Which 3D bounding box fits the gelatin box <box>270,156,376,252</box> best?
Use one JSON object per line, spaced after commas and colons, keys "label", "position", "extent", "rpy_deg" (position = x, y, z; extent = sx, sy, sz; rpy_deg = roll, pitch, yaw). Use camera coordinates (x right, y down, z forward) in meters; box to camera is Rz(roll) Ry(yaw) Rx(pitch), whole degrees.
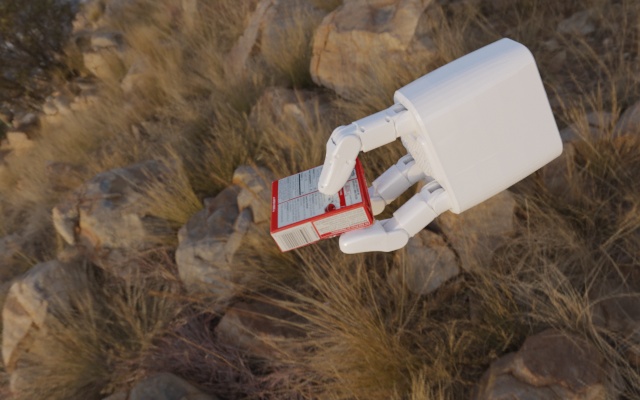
{"label": "gelatin box", "position": [0.000, 0.001, 0.434], "extent": [0.089, 0.030, 0.073], "rpy_deg": [-18, 39, 10]}
